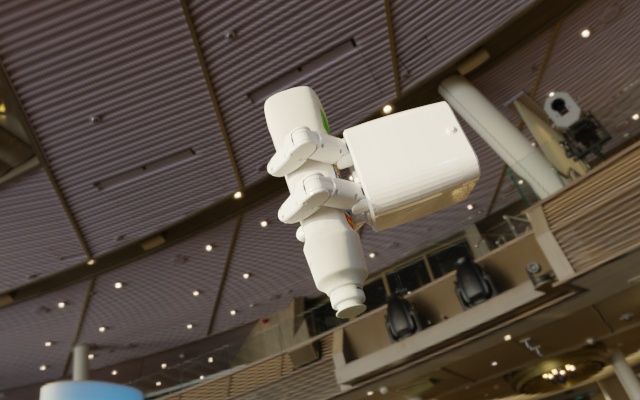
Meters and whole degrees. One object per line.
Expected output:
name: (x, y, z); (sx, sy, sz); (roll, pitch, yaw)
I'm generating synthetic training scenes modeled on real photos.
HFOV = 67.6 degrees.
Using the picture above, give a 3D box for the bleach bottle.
bleach bottle: (0.000, 0.002, 0.498); (0.068, 0.250, 0.103); (-18, -32, 3)
